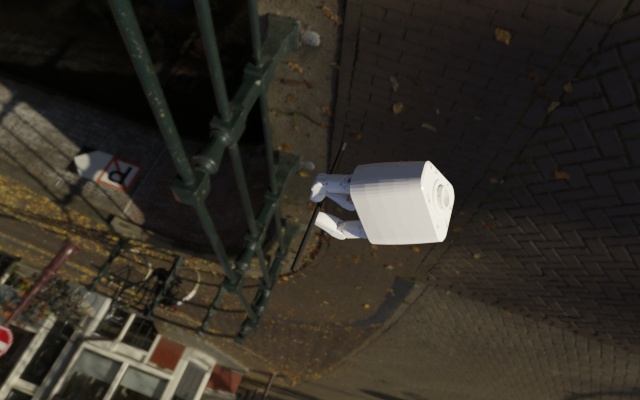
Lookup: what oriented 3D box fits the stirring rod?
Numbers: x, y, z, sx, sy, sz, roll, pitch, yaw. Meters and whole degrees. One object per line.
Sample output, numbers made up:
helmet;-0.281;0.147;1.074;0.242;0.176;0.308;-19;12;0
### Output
stirring rod;0.000;0.002;0.719;0.011;0.239;0.011;16;-32;10
